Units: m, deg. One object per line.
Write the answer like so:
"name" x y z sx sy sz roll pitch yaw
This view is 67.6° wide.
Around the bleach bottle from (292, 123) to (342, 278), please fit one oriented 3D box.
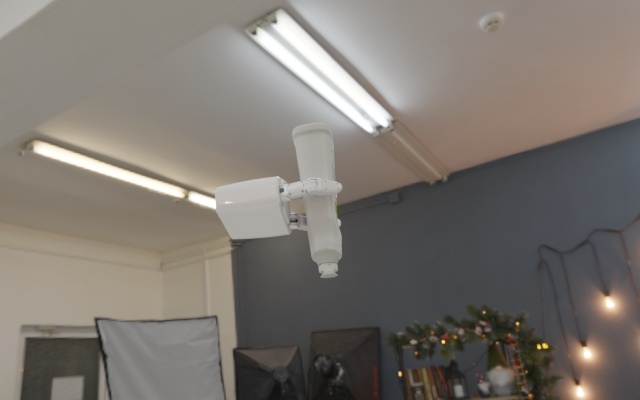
"bleach bottle" 0.000 0.003 0.808 0.068 0.250 0.103 -8 -19 6
